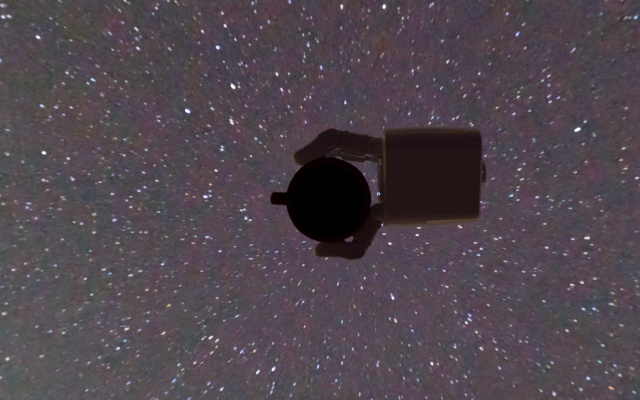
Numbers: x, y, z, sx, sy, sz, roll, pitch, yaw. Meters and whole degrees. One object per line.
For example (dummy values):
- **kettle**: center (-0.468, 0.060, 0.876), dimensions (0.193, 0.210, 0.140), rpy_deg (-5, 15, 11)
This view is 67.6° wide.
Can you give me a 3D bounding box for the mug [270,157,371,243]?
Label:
- **mug**: center (-0.001, 0.002, 0.558), dimensions (0.117, 0.093, 0.081), rpy_deg (0, -4, 5)
